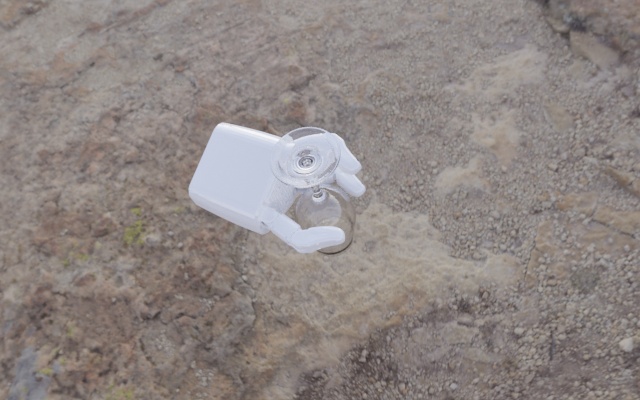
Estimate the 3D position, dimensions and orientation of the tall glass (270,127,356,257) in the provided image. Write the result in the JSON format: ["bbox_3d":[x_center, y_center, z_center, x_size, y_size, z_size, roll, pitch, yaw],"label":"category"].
[{"bbox_3d":[0.000,0.002,0.575,0.079,0.079,0.201,0,-29,11],"label":"tall glass"}]
